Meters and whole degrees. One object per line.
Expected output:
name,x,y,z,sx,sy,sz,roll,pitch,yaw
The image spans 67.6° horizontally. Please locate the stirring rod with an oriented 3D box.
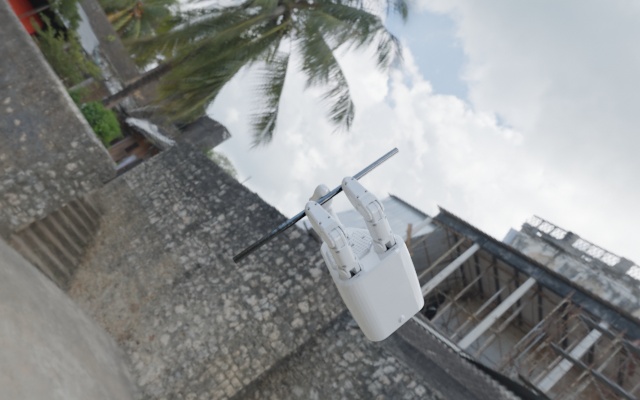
stirring rod,0.000,0.002,0.561,0.239,0.011,0.011,-34,11,-17
